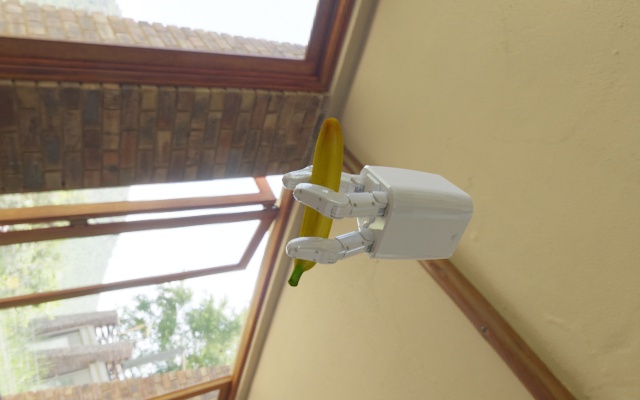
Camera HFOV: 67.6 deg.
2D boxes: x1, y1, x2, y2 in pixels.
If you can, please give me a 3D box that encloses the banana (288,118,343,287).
[{"bbox_3d":[0.001,0.001,0.558,0.037,0.198,0.069,12,13,1],"label":"banana"}]
